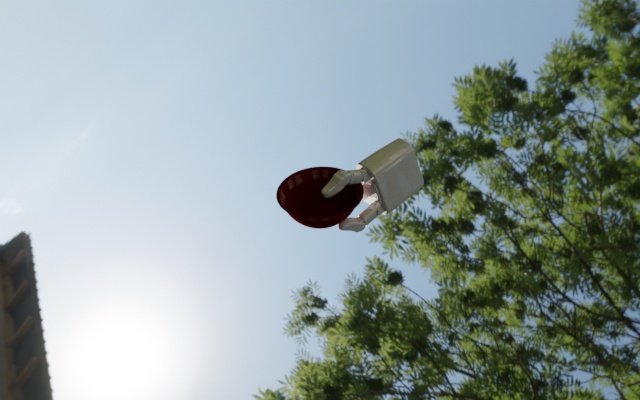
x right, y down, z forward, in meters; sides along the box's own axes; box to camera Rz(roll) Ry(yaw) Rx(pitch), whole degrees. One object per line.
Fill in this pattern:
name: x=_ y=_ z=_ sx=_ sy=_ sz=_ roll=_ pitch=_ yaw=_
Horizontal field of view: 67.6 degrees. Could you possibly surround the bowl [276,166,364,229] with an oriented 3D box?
bowl: x=-0.001 y=0.004 z=0.895 sx=0.162 sy=0.055 sz=0.162 roll=-2 pitch=38 yaw=2
